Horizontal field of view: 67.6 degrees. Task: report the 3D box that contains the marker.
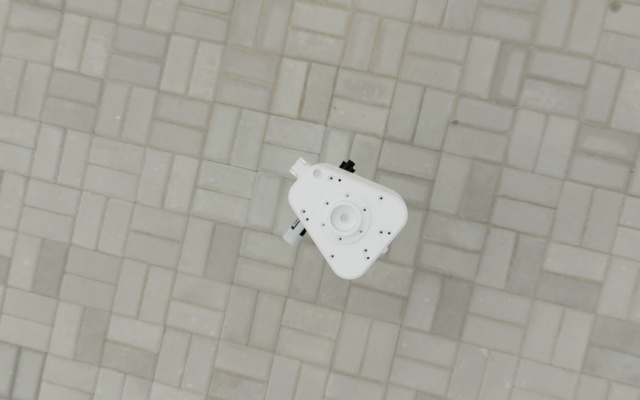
[{"bbox_3d":[0.000,0.002,0.561,0.020,0.121,0.020,38,5,-4],"label":"marker"}]
